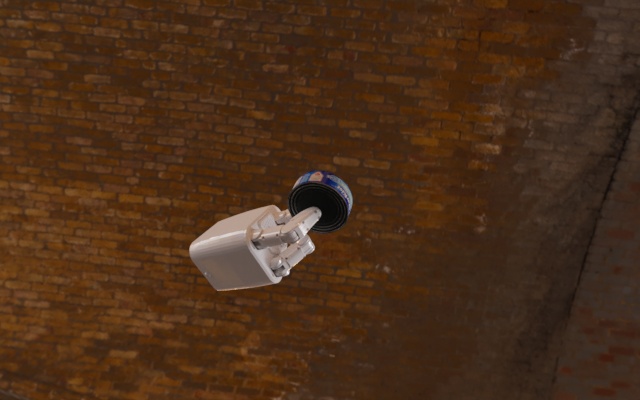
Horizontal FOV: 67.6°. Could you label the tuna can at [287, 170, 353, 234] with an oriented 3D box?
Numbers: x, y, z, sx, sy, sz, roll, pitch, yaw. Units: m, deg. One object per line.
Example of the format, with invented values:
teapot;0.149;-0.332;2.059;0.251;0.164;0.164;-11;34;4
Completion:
tuna can;0.000;0.002;0.652;0.086;0.086;0.033;0;36;19
